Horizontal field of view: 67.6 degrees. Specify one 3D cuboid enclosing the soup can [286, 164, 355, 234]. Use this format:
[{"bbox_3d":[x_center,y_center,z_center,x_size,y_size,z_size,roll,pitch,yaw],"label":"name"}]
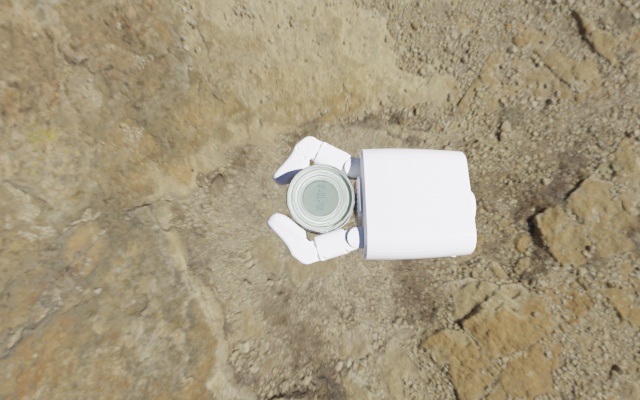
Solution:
[{"bbox_3d":[0.000,0.002,0.502,0.068,0.068,0.102,0,-4,0],"label":"soup can"}]
